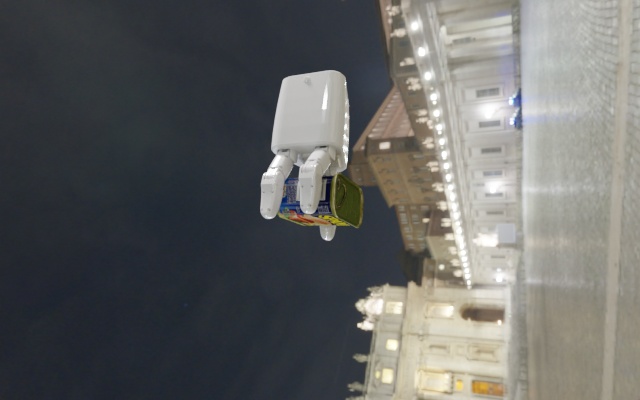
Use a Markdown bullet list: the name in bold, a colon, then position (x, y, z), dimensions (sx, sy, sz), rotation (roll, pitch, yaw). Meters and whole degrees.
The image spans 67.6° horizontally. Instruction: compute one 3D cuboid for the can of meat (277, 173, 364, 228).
- **can of meat**: position (0.000, 0.002, 0.627), dimensions (0.084, 0.057, 0.102), rotation (-2, -13, 24)
